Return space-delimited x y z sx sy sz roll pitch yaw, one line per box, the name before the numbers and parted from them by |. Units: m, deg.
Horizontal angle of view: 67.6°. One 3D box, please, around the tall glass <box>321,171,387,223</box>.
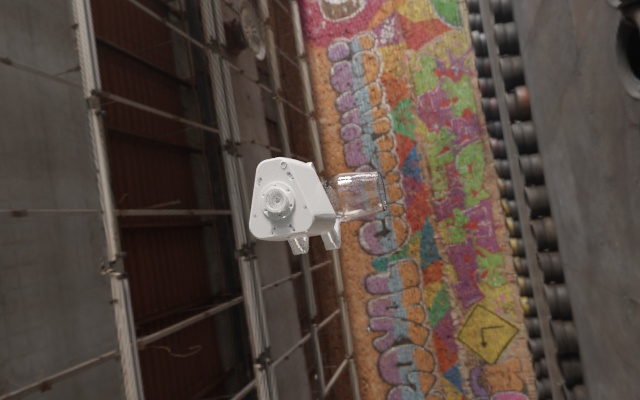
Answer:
tall glass | -0.001 0.003 0.756 0.201 0.079 0.079 -10 -3 15
